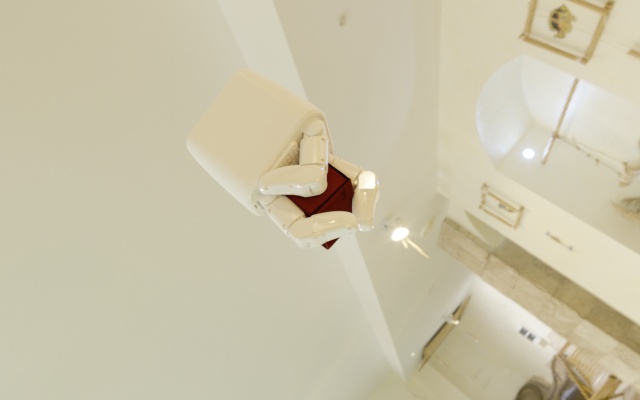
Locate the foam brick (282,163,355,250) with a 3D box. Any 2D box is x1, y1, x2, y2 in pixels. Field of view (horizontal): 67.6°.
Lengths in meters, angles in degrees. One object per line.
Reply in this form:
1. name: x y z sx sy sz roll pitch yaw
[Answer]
1. foam brick: 0.000 0.002 0.473 0.051 0.053 0.078 37 -16 27
